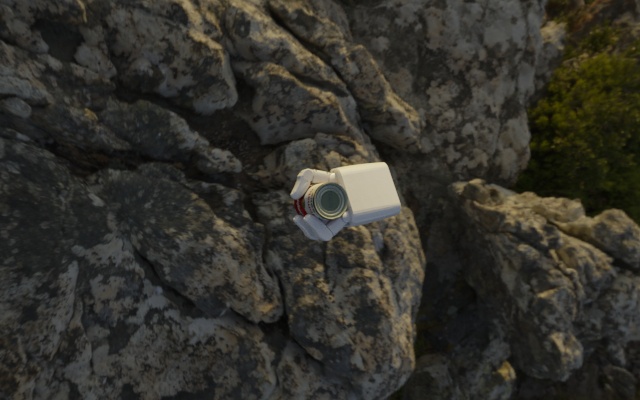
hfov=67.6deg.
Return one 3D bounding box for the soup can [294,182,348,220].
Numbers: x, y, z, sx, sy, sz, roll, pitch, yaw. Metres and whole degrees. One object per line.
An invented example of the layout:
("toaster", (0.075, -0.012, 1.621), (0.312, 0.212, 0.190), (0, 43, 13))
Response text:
("soup can", (0.000, 0.003, 0.866), (0.068, 0.068, 0.102), (0, -2, -22))
